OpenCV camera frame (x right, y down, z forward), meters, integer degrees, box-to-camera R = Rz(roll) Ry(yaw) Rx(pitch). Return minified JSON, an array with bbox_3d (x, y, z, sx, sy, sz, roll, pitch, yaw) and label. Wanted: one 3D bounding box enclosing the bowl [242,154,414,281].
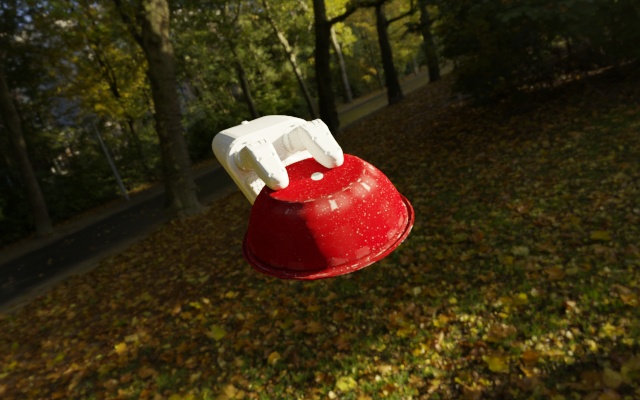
[{"bbox_3d":[0.001,0.001,0.432,0.162,0.055,0.162,-11,28,6],"label":"bowl"}]
